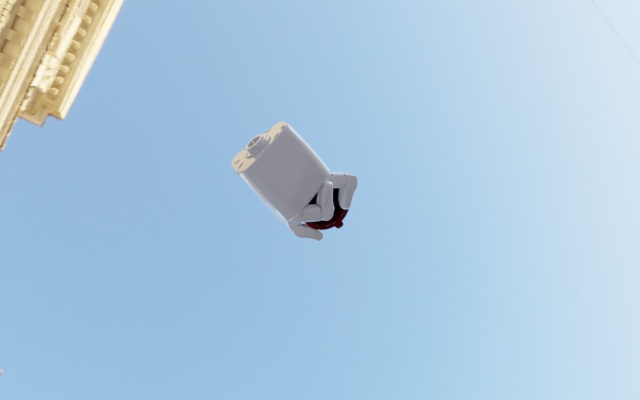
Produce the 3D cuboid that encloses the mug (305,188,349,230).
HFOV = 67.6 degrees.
[{"bbox_3d":[0.001,0.004,0.833,0.117,0.093,0.081,49,-7,-27],"label":"mug"}]
